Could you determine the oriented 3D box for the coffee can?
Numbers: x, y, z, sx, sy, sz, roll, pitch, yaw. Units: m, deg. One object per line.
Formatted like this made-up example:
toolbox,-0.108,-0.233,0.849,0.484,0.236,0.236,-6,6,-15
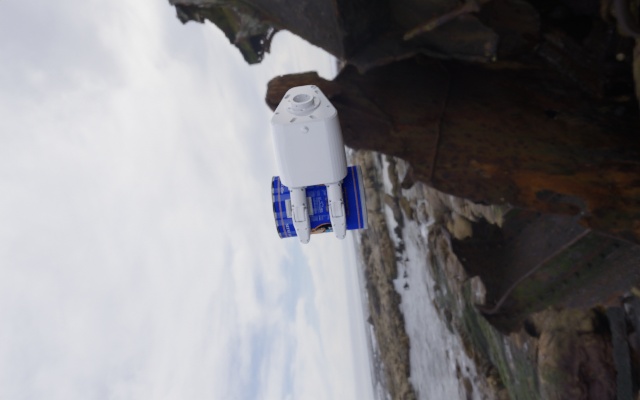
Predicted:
coffee can,0.000,0.003,0.761,0.140,0.103,0.103,-7,0,3
